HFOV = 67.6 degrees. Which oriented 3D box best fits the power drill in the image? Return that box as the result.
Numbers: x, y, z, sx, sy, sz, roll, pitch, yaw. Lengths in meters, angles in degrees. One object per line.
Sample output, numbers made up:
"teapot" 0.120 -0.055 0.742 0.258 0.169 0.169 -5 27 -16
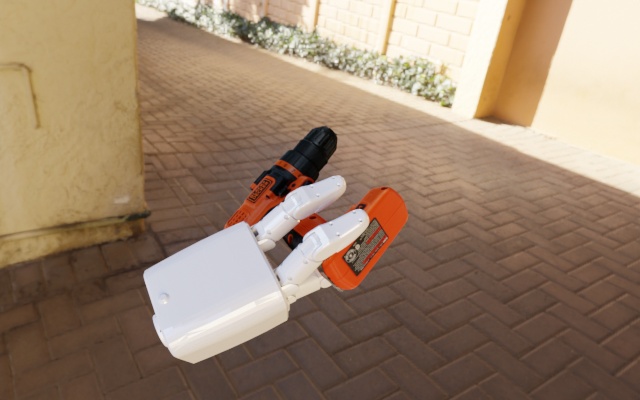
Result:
"power drill" 0.000 0.002 0.517 0.187 0.184 0.057 23 -20 48
